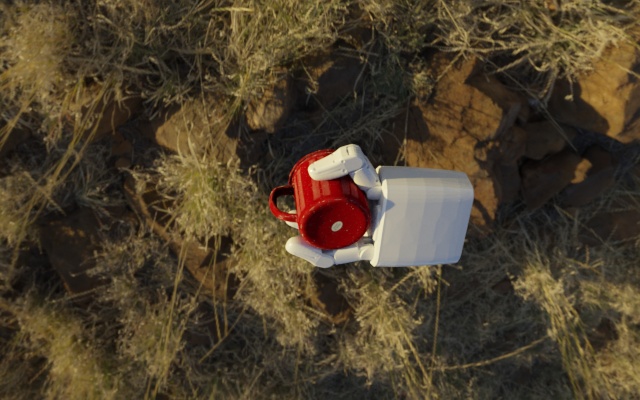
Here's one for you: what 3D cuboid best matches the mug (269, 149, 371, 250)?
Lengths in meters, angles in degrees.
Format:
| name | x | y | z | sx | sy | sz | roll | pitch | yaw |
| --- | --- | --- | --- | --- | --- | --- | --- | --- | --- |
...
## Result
| name | x | y | z | sx | sy | sz | roll | pitch | yaw |
| --- | --- | --- | --- | --- | --- | --- | --- | --- | --- |
| mug | -0.001 | 0.002 | 0.549 | 0.117 | 0.093 | 0.081 | 0 | 40 | -8 |
